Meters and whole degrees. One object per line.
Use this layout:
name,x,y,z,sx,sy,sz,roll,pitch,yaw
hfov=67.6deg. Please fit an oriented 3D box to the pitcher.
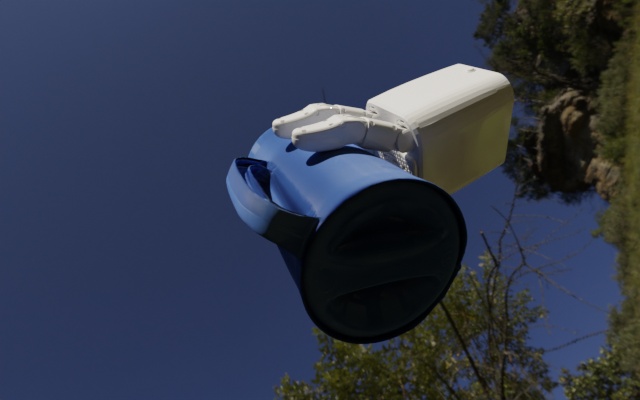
pitcher,0.000,0.001,0.432,0.145,0.149,0.242,-26,29,-10
